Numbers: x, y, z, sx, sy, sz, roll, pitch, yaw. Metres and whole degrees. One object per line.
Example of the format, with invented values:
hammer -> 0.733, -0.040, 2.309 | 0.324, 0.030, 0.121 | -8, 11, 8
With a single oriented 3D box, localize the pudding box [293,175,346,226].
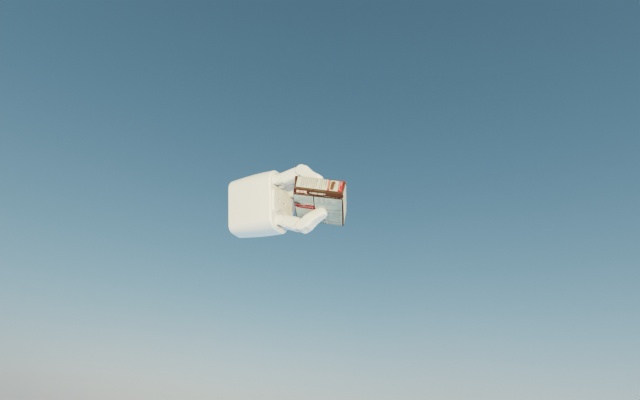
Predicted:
pudding box -> 0.000, 0.003, 0.850 | 0.090, 0.039, 0.113 | 6, -26, 6
